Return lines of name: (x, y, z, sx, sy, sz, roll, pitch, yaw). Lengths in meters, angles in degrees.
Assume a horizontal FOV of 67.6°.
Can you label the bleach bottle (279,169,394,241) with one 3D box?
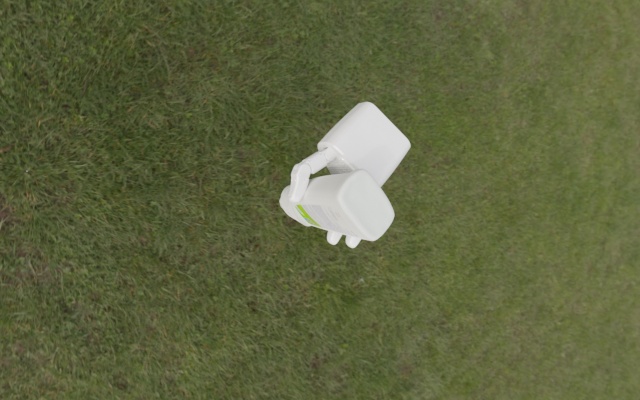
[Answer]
bleach bottle: (0.000, 0.003, 0.747, 0.068, 0.103, 0.251, -48, 25, -21)
